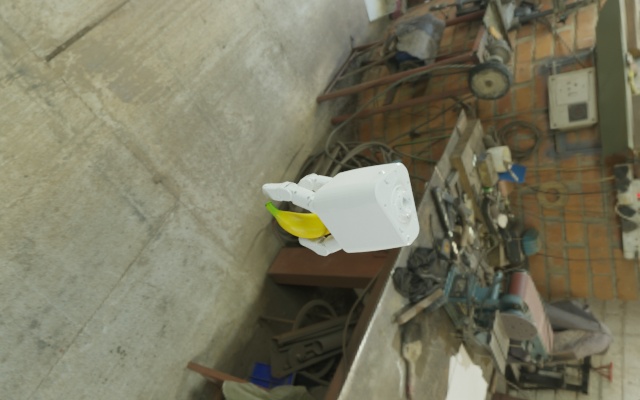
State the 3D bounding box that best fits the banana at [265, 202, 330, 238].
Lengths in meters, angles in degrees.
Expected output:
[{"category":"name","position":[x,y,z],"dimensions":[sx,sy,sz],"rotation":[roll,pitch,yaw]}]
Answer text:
[{"category":"banana","position":[0.002,0.021,0.760],"dimensions":[0.037,0.069,0.198],"rotation":[-16,-4,43]}]
